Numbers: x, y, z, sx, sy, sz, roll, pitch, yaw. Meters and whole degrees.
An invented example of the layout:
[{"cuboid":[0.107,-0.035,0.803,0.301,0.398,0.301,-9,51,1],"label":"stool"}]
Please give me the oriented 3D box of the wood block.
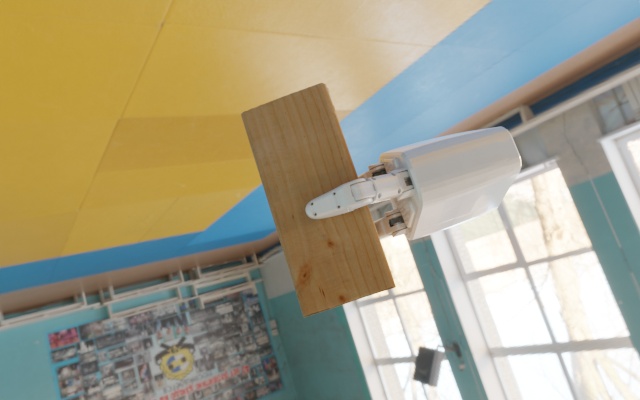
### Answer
[{"cuboid":[0.000,0.002,0.487,0.090,0.206,0.091,-19,-10,5],"label":"wood block"}]
